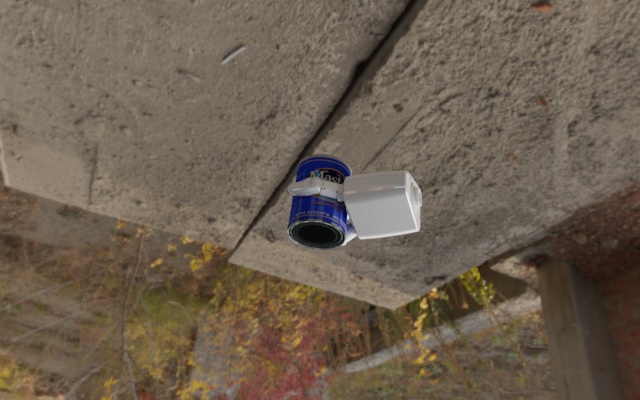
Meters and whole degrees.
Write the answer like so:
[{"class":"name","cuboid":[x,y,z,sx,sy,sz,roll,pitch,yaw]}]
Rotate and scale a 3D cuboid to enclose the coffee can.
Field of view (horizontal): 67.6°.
[{"class":"coffee can","cuboid":[0.000,0.003,0.854,0.103,0.140,0.103,5,-33,3]}]
